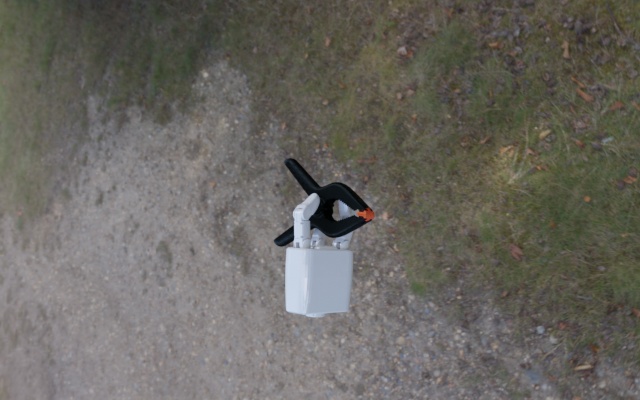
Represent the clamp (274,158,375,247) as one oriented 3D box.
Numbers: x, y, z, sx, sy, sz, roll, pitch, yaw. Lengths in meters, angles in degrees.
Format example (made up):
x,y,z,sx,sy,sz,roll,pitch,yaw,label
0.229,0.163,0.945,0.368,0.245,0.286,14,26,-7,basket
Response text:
x,y,z,sx,sy,sz,roll,pitch,yaw,label
0.000,0.003,0.834,0.210,0.164,0.036,-1,-4,39,clamp
